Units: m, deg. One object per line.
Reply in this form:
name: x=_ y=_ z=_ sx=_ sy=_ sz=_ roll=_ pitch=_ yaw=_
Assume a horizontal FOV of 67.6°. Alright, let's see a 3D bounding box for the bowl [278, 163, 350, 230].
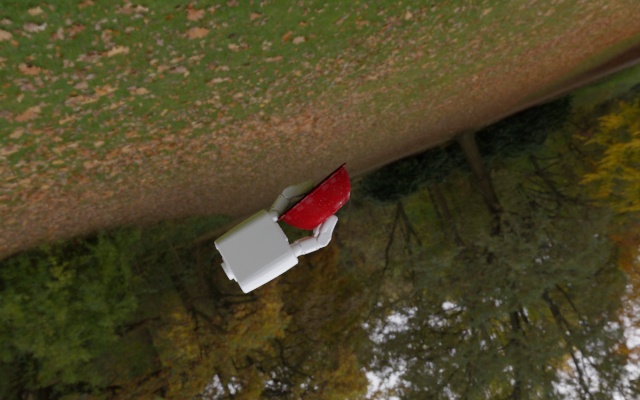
bowl: x=0.001 y=0.002 z=0.862 sx=0.162 sy=0.055 sz=0.162 roll=-40 pitch=3 yaw=3
